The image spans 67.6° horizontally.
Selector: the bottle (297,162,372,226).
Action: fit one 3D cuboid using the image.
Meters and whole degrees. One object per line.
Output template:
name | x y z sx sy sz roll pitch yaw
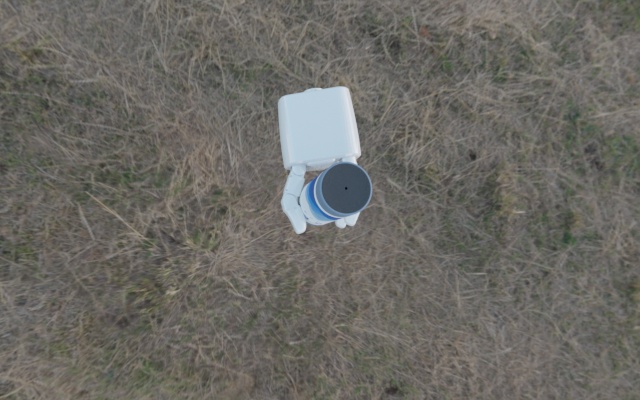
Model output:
bottle | 0.000 0.002 0.720 0.069 0.069 0.296 0 -7 -12
